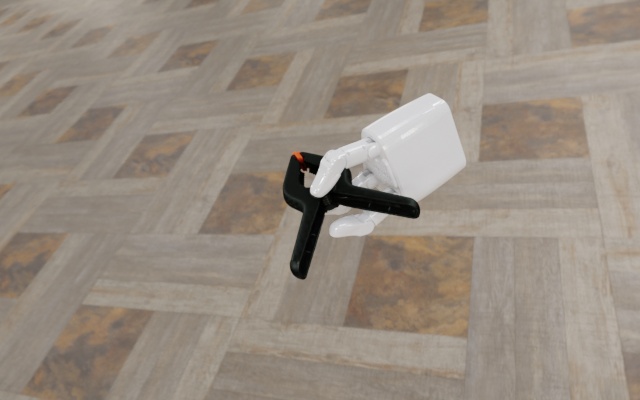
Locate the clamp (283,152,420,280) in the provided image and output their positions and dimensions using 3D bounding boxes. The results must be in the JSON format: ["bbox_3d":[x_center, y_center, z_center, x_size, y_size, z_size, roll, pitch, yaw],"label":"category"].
[{"bbox_3d":[0.000,0.001,0.605,0.164,0.036,0.210,-31,42,-12],"label":"clamp"}]
